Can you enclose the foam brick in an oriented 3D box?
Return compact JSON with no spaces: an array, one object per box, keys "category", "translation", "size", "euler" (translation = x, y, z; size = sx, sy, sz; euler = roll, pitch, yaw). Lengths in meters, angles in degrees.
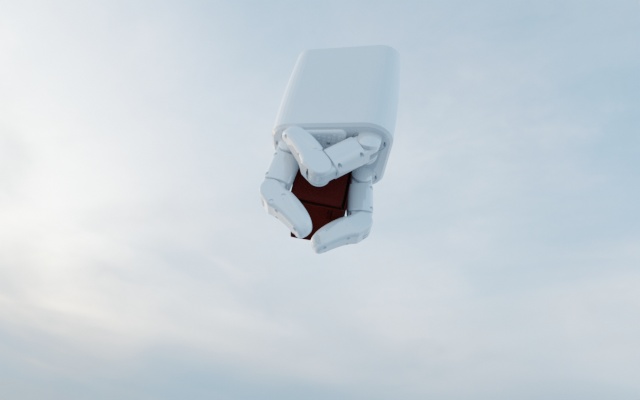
[{"category":"foam brick","translation":[0.000,0.002,0.466],"size":[0.053,0.051,0.078],"euler":[10,-30,3]}]
